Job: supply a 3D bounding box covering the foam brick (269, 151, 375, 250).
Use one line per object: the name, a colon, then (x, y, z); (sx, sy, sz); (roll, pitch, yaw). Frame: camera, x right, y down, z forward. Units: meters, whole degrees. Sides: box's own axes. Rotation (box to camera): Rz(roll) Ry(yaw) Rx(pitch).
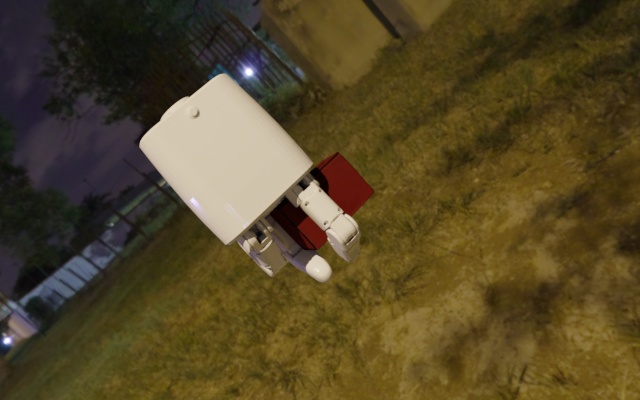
foam brick: (0.000, 0.001, 0.438); (0.078, 0.051, 0.053); (-44, 7, -15)
